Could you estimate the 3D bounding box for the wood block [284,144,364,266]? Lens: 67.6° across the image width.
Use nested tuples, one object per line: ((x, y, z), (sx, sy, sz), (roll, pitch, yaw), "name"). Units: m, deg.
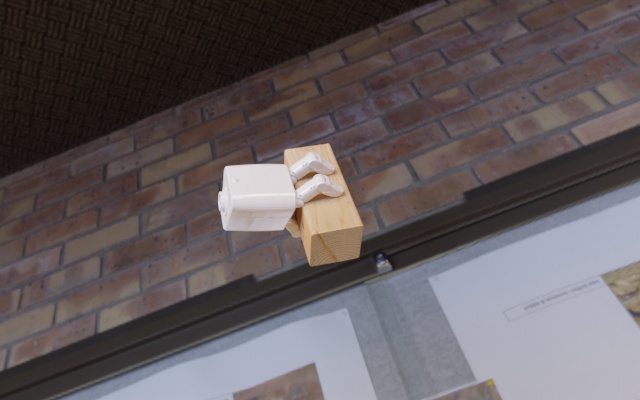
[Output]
((0.000, 0.003, 0.852), (0.090, 0.206, 0.091), (-9, -41, -11), "wood block")
